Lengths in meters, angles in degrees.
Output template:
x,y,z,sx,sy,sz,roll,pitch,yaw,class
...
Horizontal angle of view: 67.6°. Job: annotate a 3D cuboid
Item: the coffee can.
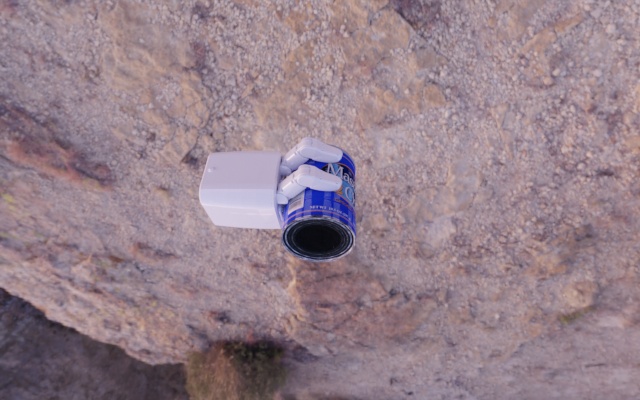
x,y,z,sx,sy,sz,roll,pitch,yaw,class
0.000,0.002,0.690,0.103,0.140,0.103,2,-41,2,coffee can
